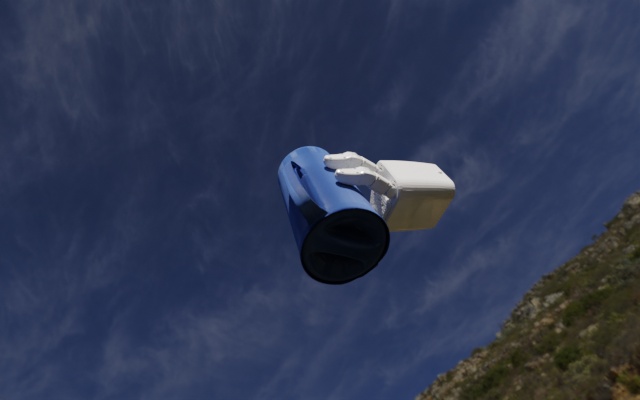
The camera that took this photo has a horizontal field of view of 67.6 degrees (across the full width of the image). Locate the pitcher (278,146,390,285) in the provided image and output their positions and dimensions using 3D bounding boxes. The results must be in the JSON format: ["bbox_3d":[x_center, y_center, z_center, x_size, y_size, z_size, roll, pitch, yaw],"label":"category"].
[{"bbox_3d":[0.000,0.003,0.758,0.145,0.149,0.242,-2,32,-17],"label":"pitcher"}]
